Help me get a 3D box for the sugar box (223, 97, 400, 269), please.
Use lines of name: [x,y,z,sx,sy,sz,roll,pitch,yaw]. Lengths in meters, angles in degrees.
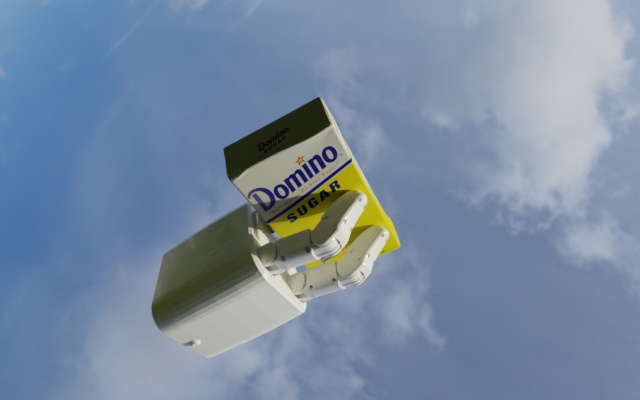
sugar box: [0.000,0.002,0.428,0.093,0.048,0.176,-27,-42,9]
